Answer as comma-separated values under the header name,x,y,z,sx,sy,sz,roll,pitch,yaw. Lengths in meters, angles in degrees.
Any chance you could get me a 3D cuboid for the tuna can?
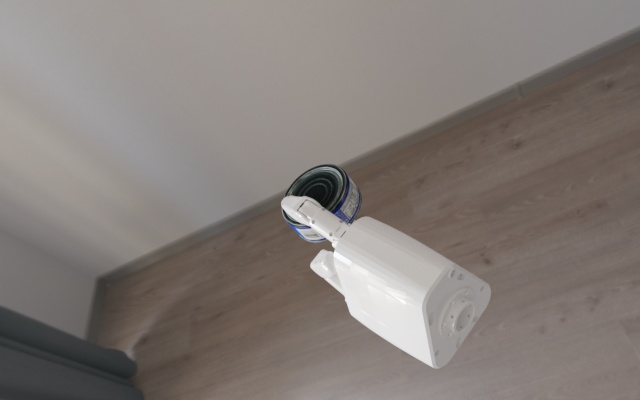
name,x,y,z,sx,sy,sz,roll,pitch,yaw
tuna can,0.000,0.001,0.529,0.086,0.086,0.034,0,-34,38
